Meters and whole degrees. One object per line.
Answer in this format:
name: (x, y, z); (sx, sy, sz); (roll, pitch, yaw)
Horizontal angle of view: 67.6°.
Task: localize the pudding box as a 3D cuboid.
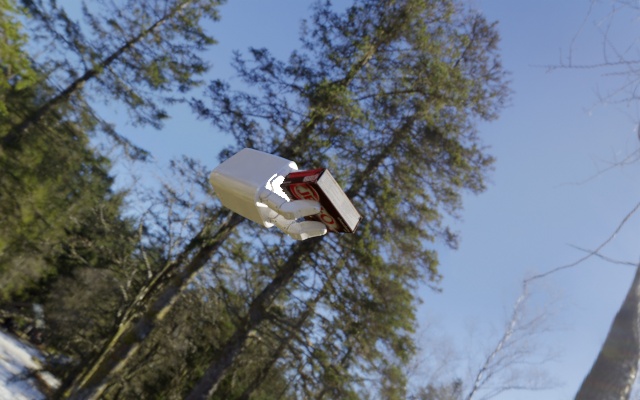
pudding box: (0.000, 0.002, 0.757); (0.090, 0.039, 0.113); (-3, -45, 48)
